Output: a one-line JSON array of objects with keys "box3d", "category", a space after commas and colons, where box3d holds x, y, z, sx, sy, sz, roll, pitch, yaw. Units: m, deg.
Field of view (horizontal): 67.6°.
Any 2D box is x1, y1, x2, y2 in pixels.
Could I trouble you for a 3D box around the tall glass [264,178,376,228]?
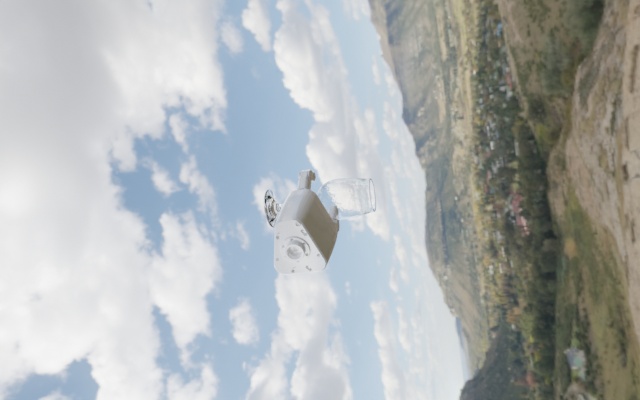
[{"box3d": [-0.001, 0.003, 0.895, 0.201, 0.079, 0.079, -8, -2, 15], "category": "tall glass"}]
